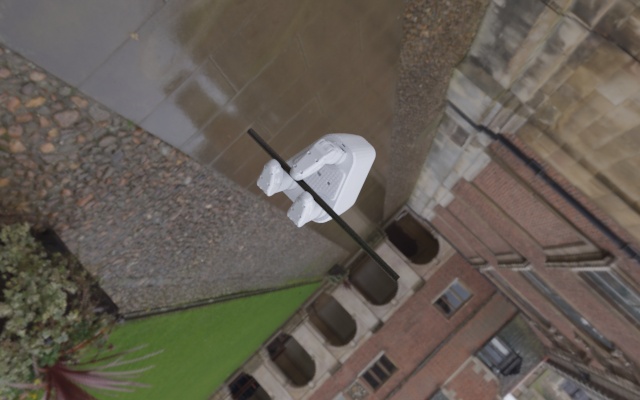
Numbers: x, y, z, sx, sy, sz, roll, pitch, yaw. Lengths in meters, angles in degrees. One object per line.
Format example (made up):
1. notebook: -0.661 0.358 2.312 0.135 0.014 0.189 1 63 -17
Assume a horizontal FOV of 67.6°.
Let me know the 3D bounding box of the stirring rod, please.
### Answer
1. stirring rod: 0.000 0.002 0.539 0.239 0.011 0.011 45 10 11
